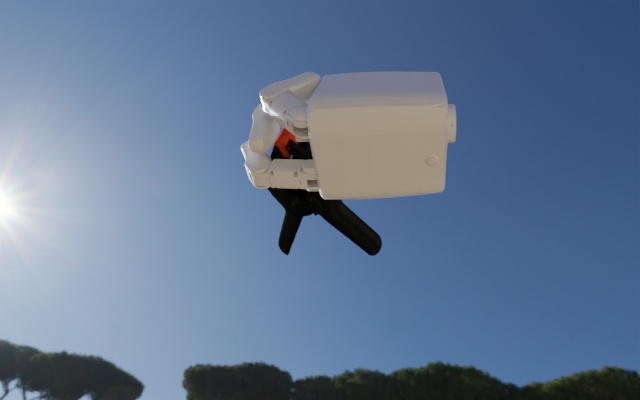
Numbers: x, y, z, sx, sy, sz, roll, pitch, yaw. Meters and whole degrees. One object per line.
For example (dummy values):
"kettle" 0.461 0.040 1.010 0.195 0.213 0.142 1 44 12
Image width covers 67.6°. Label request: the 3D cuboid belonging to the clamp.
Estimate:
"clamp" 0.000 0.001 0.491 0.120 0.039 0.172 0 -44 11
